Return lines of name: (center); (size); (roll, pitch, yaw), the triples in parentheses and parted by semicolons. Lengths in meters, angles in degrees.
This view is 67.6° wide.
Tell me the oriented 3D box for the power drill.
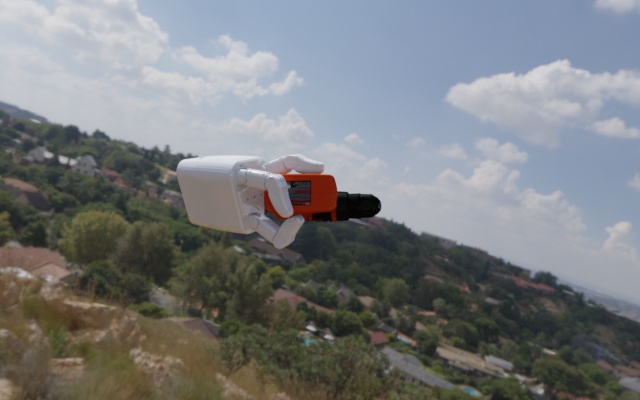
power drill: (0.000, 0.002, 0.744); (0.184, 0.057, 0.188); (-3, -9, 9)
